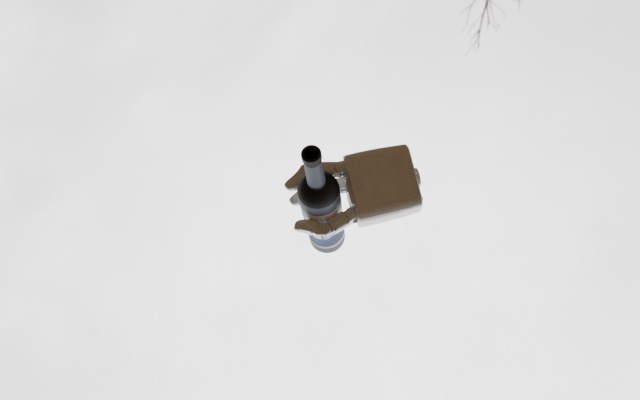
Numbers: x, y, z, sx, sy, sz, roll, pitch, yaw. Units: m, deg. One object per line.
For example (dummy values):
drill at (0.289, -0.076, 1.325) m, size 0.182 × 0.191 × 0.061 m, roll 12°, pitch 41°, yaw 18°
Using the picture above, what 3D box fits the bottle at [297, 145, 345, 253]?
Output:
bottle at (0.000, 0.003, 0.763) m, size 0.069 × 0.069 × 0.296 m, roll 0°, pitch -26°, yaw 5°
